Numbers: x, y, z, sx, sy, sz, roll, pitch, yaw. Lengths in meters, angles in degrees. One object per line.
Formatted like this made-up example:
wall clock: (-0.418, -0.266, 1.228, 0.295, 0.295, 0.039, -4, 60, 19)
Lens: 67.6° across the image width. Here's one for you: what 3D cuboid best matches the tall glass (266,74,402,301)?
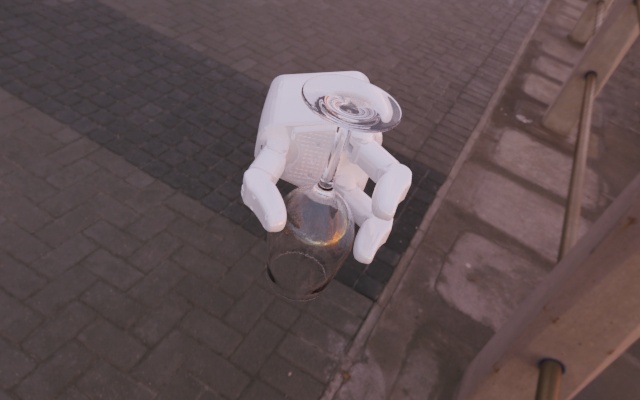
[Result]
tall glass: (0.000, 0.001, 0.404, 0.079, 0.201, 0.079, 10, 40, -9)
